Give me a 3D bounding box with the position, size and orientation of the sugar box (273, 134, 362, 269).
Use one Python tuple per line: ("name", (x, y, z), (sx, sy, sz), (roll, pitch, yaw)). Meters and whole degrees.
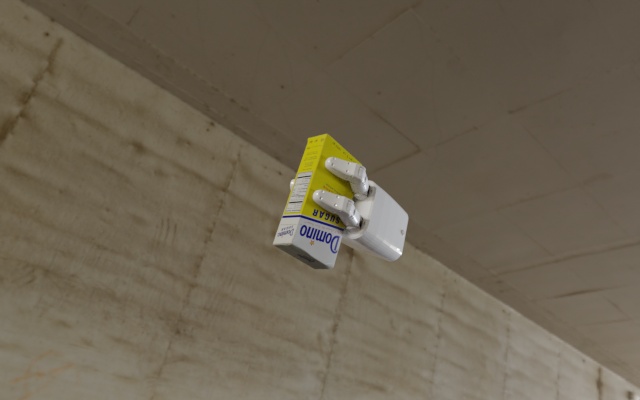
("sugar box", (0.001, 0.002, 0.694), (0.048, 0.176, 0.093), (-8, -32, 42))
